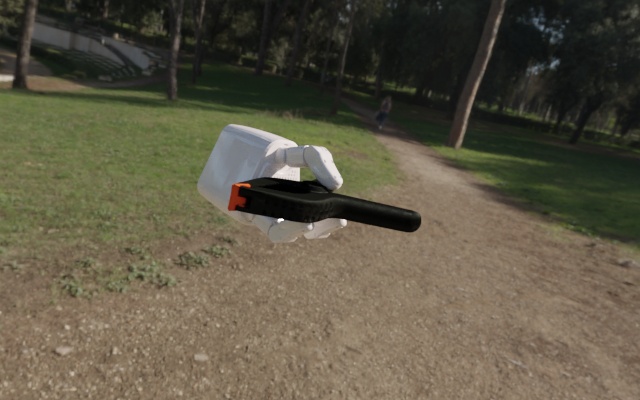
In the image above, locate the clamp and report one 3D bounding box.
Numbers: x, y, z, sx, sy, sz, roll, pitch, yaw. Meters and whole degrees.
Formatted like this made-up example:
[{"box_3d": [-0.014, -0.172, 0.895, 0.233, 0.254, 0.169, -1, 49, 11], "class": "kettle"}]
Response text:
[{"box_3d": [0.000, 0.001, 0.526, 0.164, 0.036, 0.210, 24, 17, 41], "class": "clamp"}]
